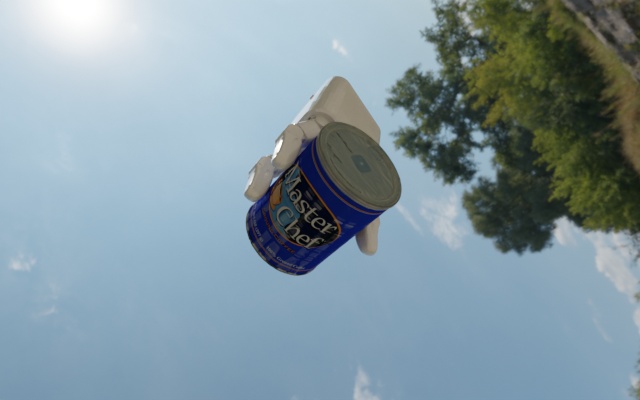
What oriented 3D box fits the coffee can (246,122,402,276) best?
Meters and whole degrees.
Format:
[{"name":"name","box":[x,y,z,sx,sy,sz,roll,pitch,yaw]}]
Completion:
[{"name":"coffee can","box":[0.000,0.002,0.502,0.103,0.102,0.140,0,-33,-44]}]
